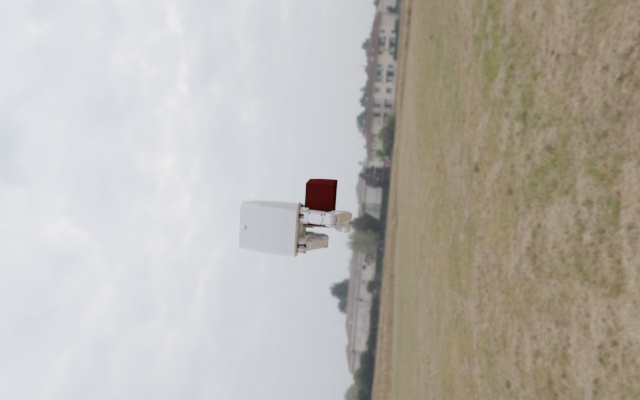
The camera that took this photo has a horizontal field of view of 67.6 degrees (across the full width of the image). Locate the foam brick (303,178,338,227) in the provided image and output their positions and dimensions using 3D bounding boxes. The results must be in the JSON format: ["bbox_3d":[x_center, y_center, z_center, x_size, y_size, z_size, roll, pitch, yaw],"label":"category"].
[{"bbox_3d":[0.000,0.002,0.852,0.051,0.078,0.053,6,13,8],"label":"foam brick"}]
